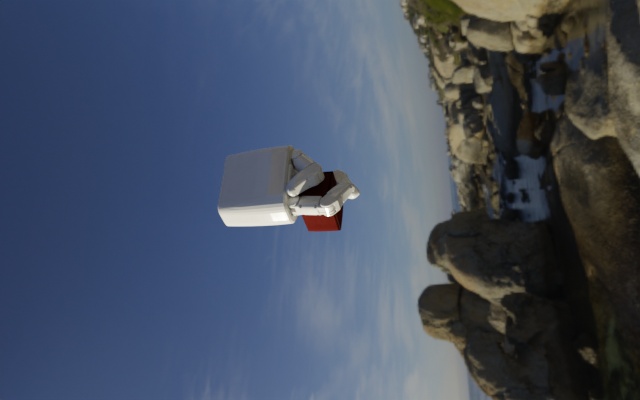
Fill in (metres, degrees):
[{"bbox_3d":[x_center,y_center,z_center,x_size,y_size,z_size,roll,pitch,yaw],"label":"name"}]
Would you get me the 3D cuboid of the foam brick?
[{"bbox_3d":[0.000,0.003,0.714,0.051,0.053,0.078,-5,-46,15],"label":"foam brick"}]
